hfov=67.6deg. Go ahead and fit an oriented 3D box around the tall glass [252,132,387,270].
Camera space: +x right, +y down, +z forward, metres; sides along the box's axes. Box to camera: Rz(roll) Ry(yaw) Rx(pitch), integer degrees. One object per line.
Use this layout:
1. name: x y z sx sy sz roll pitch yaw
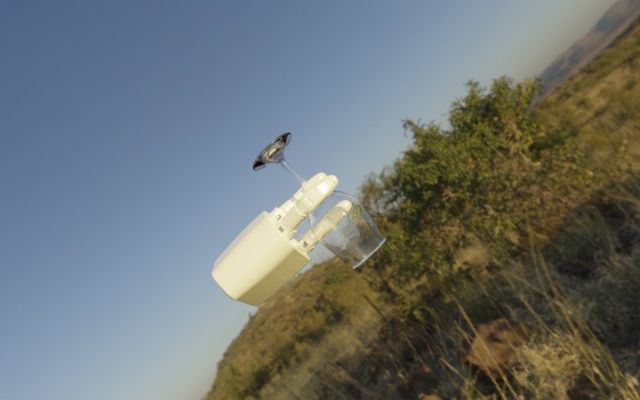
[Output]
1. tall glass: 0.000 0.002 0.659 0.079 0.201 0.079 -43 -7 -7
